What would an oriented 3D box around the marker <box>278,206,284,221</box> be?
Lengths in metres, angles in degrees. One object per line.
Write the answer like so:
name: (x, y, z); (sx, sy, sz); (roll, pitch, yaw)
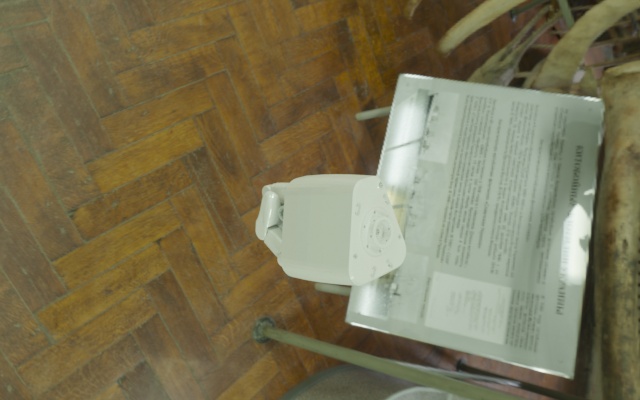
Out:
marker: (0.000, 0.002, 0.586); (0.121, 0.020, 0.020); (-18, 12, -41)
